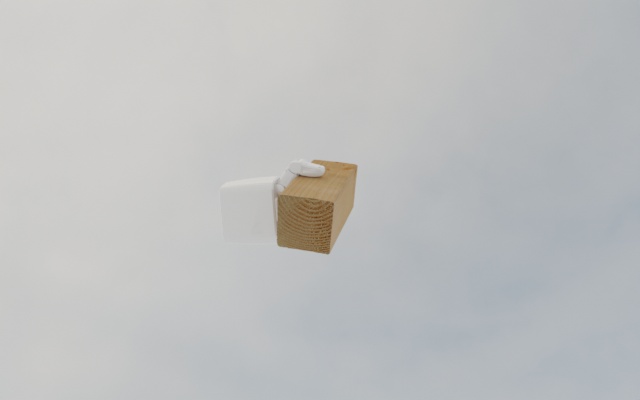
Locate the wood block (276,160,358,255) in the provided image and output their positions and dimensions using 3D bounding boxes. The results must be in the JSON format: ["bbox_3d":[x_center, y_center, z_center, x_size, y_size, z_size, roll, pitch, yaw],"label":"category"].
[{"bbox_3d":[0.000,0.002,0.824,0.090,0.091,0.206,8,22,12],"label":"wood block"}]
